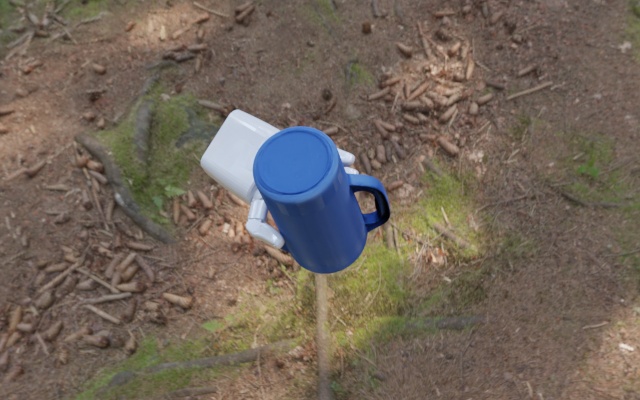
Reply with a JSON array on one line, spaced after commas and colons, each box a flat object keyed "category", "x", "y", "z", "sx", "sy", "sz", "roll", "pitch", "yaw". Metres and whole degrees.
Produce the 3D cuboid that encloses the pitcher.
[{"category": "pitcher", "x": 0.000, "y": 0.002, "z": 0.671, "sx": 0.145, "sy": 0.149, "sz": 0.243, "roll": 32, "pitch": -16, "yaw": 23}]
